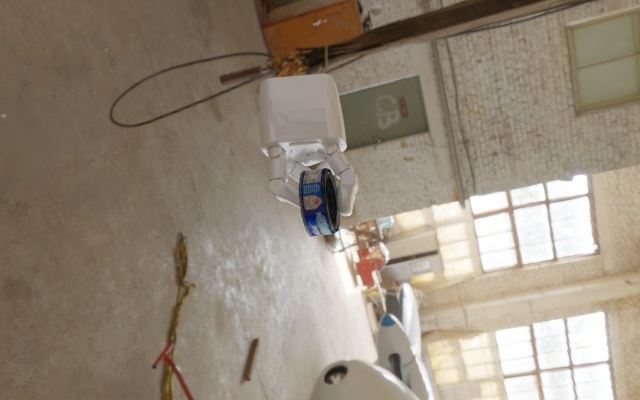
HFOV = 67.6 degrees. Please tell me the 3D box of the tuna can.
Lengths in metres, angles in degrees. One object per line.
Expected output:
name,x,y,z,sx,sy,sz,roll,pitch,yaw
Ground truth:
tuna can,0.001,0.002,0.607,0.034,0.086,0.086,-7,-2,12
